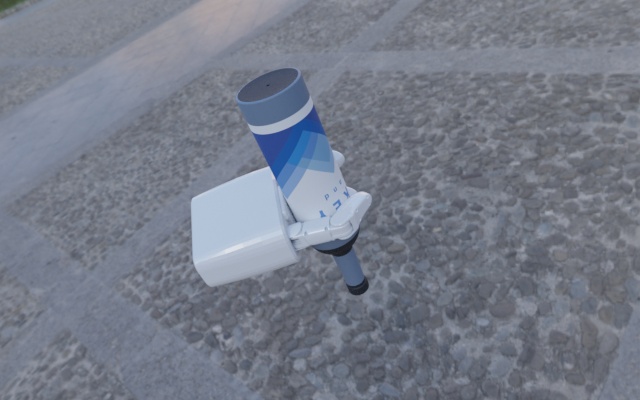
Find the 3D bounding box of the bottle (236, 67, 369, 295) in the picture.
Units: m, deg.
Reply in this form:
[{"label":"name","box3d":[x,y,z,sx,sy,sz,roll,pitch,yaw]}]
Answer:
[{"label":"bottle","box3d":[0.000,0.002,0.531,0.069,0.296,0.069,-16,36,12]}]
